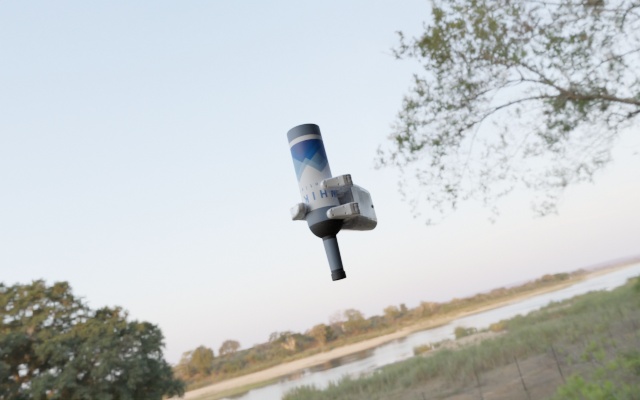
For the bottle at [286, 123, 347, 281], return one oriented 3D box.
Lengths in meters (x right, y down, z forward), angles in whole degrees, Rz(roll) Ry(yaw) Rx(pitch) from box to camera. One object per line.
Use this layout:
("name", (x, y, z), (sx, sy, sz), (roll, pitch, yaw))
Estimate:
("bottle", (0.000, 0.003, 0.887), (0.069, 0.295, 0.069), (-13, -15, -4))
